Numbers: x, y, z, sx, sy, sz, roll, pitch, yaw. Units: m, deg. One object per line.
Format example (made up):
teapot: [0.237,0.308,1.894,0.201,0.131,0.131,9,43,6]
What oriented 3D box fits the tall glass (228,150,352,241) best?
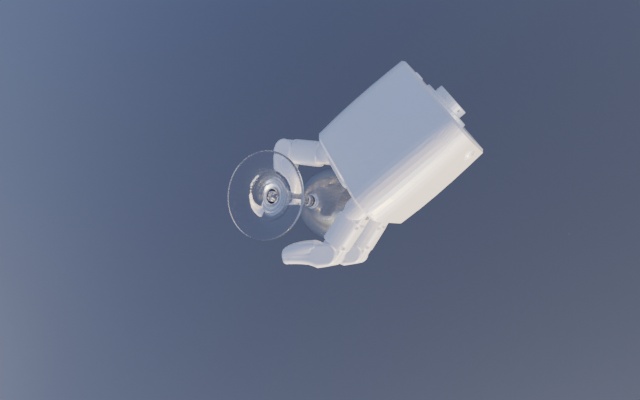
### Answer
tall glass: [0.000,0.002,0.476,0.079,0.079,0.201,0,-4,27]
